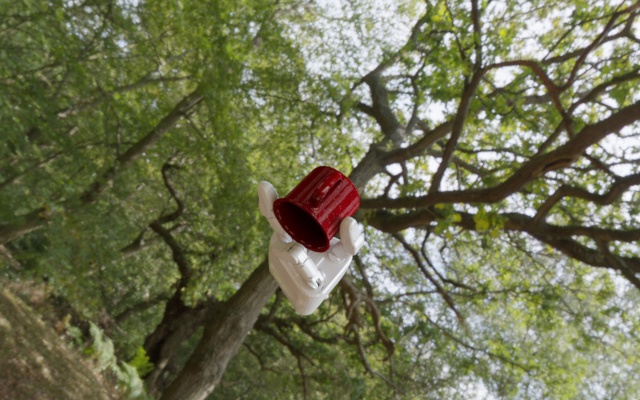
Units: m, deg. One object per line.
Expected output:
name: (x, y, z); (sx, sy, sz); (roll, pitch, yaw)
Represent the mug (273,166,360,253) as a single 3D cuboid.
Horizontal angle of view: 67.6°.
mug: (0.000, 0.001, 0.621); (0.093, 0.081, 0.117); (37, -30, 11)
